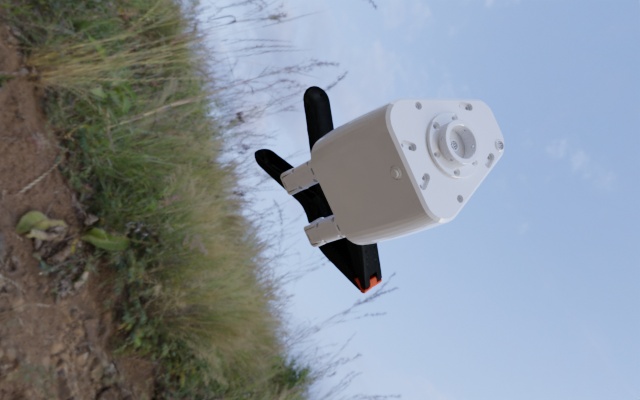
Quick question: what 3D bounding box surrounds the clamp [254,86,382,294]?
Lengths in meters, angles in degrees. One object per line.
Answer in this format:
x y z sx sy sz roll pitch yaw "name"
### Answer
0.001 0.002 0.518 0.036 0.210 0.164 -27 3 -31 "clamp"
